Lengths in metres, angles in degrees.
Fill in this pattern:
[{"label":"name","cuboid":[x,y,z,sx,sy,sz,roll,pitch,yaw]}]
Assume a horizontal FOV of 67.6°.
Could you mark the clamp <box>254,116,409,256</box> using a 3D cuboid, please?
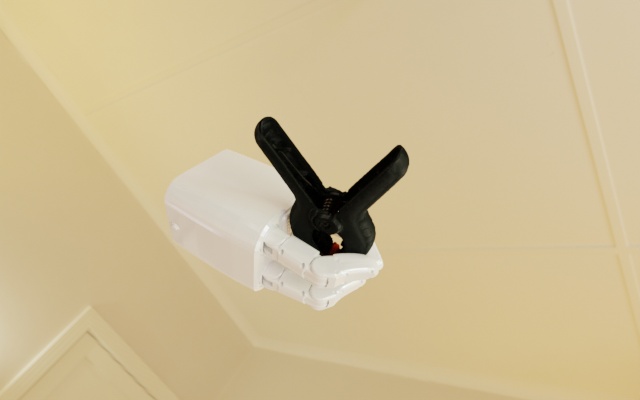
[{"label":"clamp","cuboid":[0.000,0.001,0.407,0.120,0.172,0.039,25,50,13]}]
